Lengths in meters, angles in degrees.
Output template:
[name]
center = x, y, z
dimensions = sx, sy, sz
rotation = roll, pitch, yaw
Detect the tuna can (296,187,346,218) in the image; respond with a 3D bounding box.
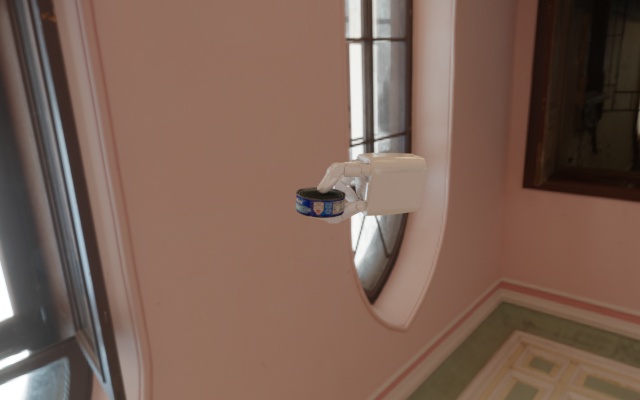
[tuna can]
center = 0.000, 0.003, 0.827
dimensions = 0.086, 0.034, 0.086
rotation = 3, 15, -1
